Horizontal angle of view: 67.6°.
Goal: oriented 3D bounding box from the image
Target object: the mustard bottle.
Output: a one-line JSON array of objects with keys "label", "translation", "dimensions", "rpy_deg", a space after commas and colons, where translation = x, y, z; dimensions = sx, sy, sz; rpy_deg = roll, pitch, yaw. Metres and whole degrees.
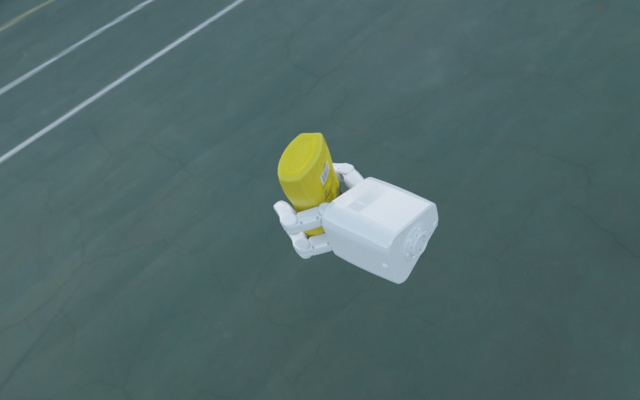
[{"label": "mustard bottle", "translation": [0.000, 0.002, 0.691], "dimensions": [0.058, 0.096, 0.192], "rpy_deg": [1, -41, 23]}]
